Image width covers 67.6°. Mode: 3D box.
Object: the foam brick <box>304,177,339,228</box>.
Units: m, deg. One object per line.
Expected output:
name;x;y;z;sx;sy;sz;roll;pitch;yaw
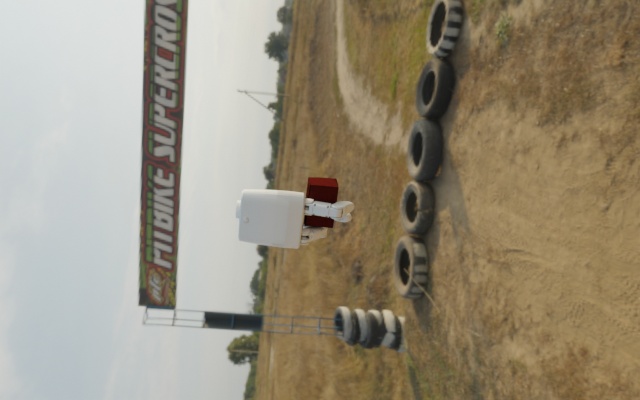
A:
foam brick;0.000;0.002;0.839;0.051;0.078;0.053;6;17;-5
